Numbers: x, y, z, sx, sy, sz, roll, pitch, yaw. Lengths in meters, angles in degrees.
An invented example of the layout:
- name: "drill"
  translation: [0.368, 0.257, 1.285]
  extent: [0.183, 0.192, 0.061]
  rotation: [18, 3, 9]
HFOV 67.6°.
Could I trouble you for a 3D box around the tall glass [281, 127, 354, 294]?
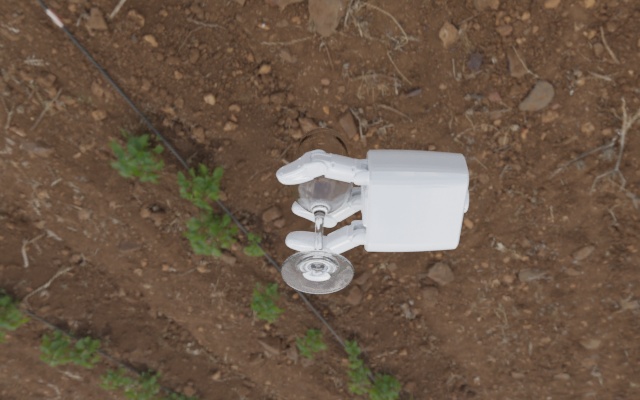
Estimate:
- name: "tall glass"
  translation: [0.000, 0.002, 0.549]
  extent: [0.079, 0.200, 0.079]
  rotation: [1, -43, 1]
